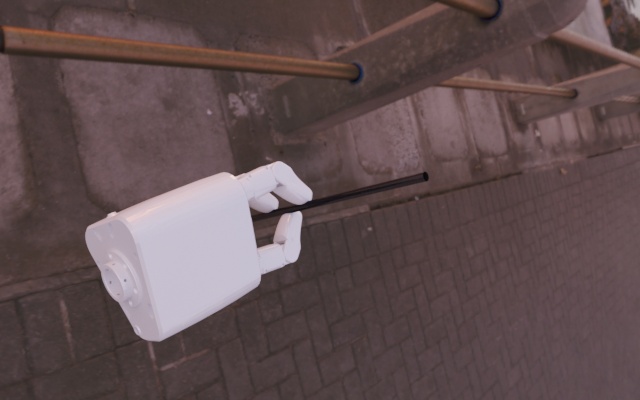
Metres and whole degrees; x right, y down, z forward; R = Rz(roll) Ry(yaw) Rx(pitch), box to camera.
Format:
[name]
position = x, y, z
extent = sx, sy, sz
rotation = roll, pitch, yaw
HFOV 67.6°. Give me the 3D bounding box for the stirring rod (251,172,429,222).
[stirring rod]
position = 0.000, 0.002, 0.465
extent = 0.011, 0.011, 0.239
rotation = 0, -10, -45
